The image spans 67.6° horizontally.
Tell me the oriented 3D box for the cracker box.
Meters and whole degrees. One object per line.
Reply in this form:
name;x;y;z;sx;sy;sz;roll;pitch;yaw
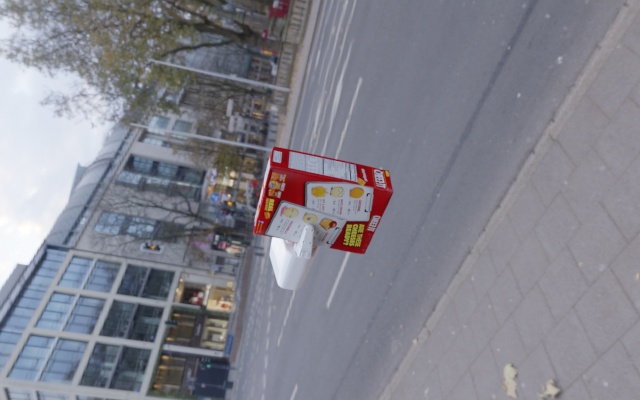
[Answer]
cracker box;0.000;0.003;0.856;0.214;0.164;0.072;11;41;-10
